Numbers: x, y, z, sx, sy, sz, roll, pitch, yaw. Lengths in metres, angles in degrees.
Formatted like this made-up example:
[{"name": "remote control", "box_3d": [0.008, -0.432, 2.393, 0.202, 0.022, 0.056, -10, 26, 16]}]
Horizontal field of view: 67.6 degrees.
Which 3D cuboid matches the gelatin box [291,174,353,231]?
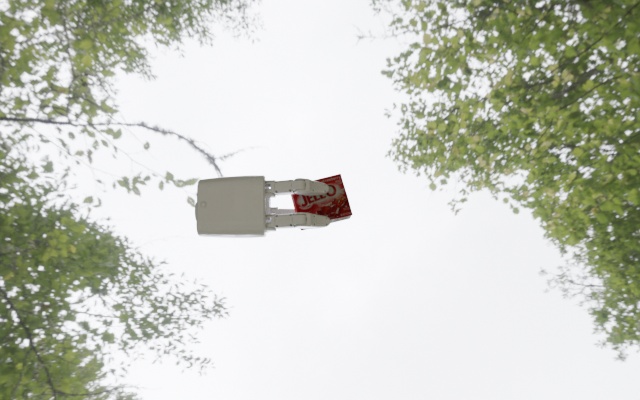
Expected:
[{"name": "gelatin box", "box_3d": [0.000, 0.003, 0.782, 0.089, 0.073, 0.030, -13, -13, -10]}]
